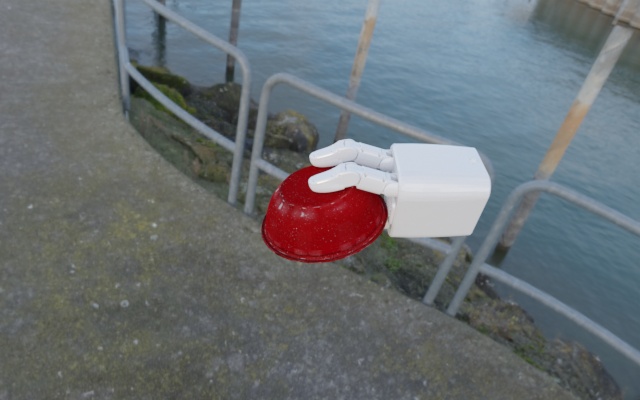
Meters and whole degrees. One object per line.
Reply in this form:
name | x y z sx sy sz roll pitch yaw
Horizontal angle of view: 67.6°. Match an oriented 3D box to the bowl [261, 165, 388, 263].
bowl | -0.001 0.002 0.587 0.162 0.055 0.162 -8 36 6
